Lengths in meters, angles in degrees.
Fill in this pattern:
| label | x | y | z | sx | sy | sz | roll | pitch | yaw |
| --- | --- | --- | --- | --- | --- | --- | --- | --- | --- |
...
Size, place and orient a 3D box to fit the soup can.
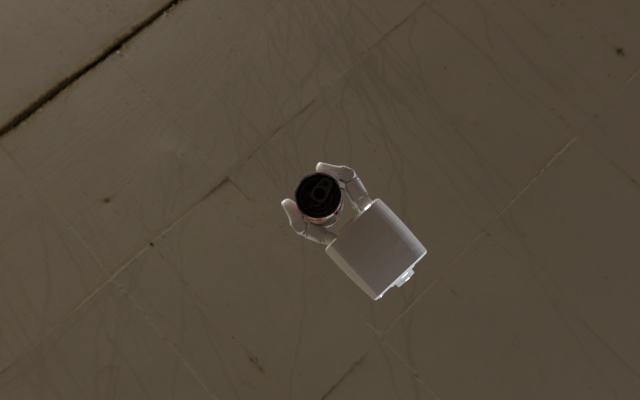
| label | x | y | z | sx | sy | sz | roll | pitch | yaw |
| --- | --- | --- | --- | --- | --- | --- | --- | --- | --- |
| soup can | 0.000 | 0.002 | 0.726 | 0.068 | 0.068 | 0.102 | 0 | -11 | 4 |
